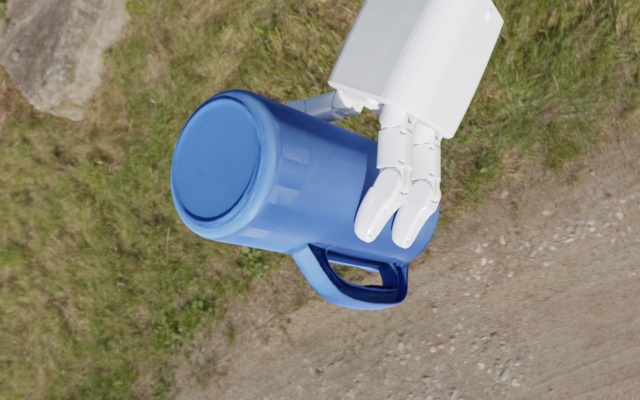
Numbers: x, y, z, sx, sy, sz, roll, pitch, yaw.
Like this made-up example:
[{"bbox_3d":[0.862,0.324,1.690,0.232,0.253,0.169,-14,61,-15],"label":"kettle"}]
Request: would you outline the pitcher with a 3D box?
[{"bbox_3d":[0.000,0.001,0.418,0.149,0.145,0.243,30,10,37],"label":"pitcher"}]
